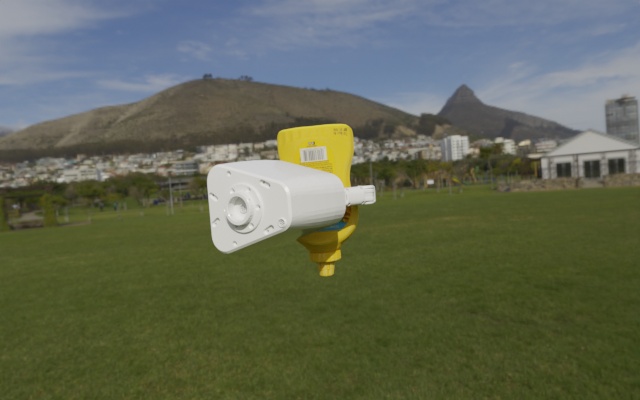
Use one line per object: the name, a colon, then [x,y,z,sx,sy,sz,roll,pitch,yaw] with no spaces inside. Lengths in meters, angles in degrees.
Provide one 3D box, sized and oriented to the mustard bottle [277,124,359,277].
mustard bottle: [0.000,0.002,0.615,0.096,0.191,0.058,-4,3,8]
